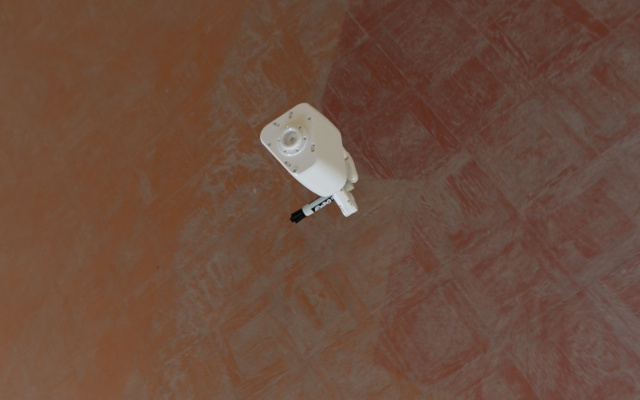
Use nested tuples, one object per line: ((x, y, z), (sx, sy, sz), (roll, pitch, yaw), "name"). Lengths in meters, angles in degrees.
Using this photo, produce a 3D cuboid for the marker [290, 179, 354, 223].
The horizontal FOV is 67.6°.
((0.000, 0.003, 0.796), (0.121, 0.020, 0.020), (-32, -8, 13), "marker")
